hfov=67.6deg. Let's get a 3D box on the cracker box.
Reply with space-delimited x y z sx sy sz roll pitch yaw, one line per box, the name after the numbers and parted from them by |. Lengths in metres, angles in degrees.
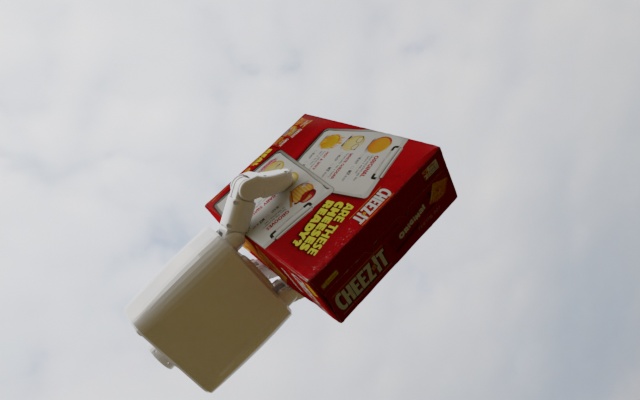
0.000 0.001 0.482 0.164 0.072 0.213 -45 37 -15 | cracker box
